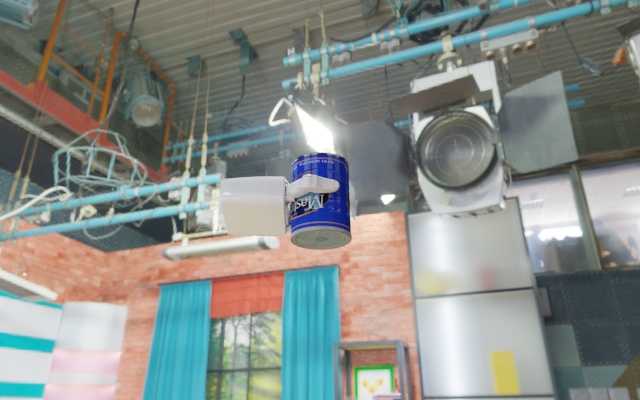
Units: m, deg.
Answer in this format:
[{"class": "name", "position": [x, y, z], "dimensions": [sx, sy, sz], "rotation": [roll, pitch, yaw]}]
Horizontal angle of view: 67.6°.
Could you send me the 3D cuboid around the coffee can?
[{"class": "coffee can", "position": [0.000, 0.003, 0.819], "dimensions": [0.103, 0.140, 0.103], "rotation": [-1, -24, 0]}]
